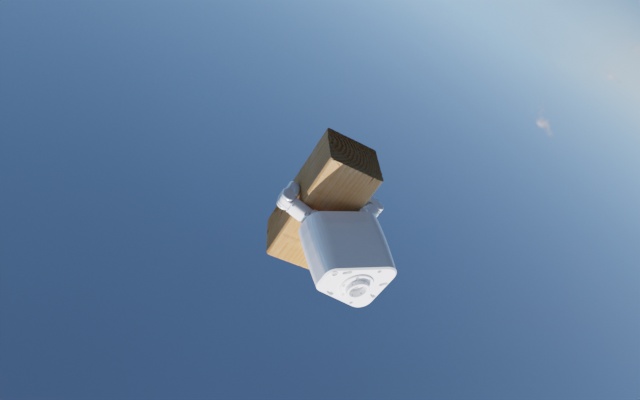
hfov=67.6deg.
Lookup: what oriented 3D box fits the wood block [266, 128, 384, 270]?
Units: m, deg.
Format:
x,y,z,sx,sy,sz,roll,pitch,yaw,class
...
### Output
x,y,z,sx,sy,sz,roll,pitch,yaw,class
0.000,0.003,0.756,0.091,0.206,0.090,23,33,-20,wood block
